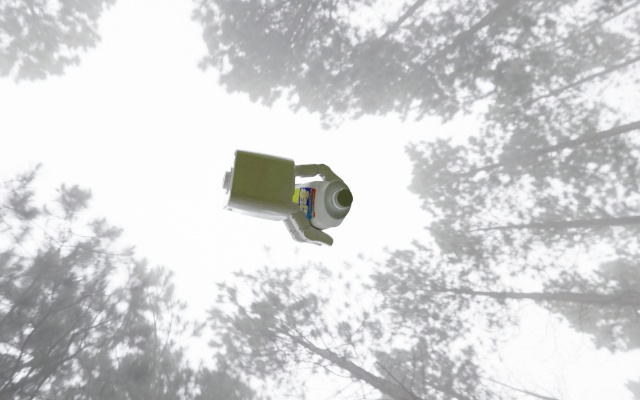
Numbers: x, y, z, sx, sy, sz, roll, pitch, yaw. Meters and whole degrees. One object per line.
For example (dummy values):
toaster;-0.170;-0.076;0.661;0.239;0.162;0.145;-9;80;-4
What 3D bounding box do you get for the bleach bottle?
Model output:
bleach bottle;0.000;0.003;0.847;0.068;0.102;0.251;11;-10;-17
